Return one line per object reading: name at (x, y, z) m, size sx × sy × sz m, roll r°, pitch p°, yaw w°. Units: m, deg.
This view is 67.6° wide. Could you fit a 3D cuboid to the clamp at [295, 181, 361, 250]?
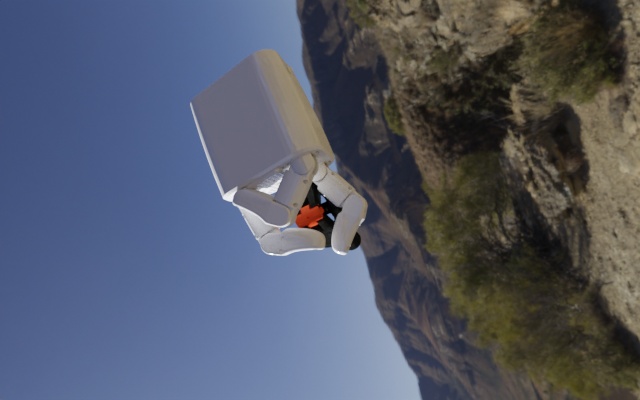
clamp at (0.000, 0.002, 0.536) m, size 0.039 × 0.120 × 0.171 m, roll -33°, pitch -11°, yaw 8°
